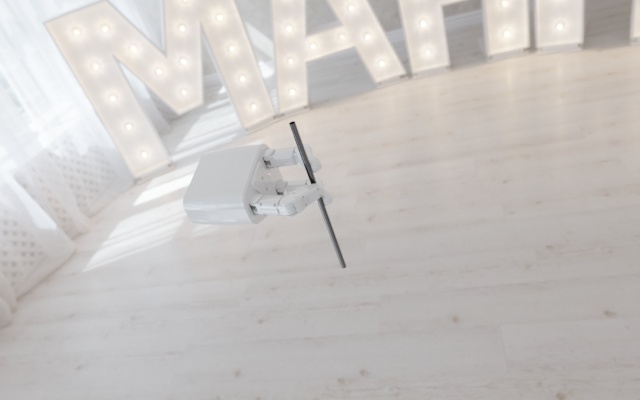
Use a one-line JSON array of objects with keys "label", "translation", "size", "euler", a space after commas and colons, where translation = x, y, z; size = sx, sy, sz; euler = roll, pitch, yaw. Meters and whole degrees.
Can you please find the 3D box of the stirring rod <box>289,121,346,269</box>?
[{"label": "stirring rod", "translation": [0.000, 0.002, 0.638], "size": [0.011, 0.240, 0.011], "euler": [-14, 33, 9]}]
